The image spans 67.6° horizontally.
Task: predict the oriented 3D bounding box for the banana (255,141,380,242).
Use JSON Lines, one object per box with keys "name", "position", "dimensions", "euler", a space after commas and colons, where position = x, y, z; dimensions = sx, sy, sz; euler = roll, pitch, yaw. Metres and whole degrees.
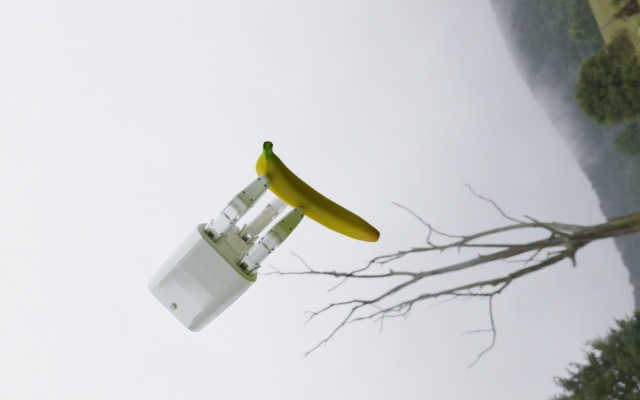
{"name": "banana", "position": [-0.012, -0.001, 0.589], "dimensions": [0.198, 0.037, 0.069], "euler": [37, -15, -26]}
